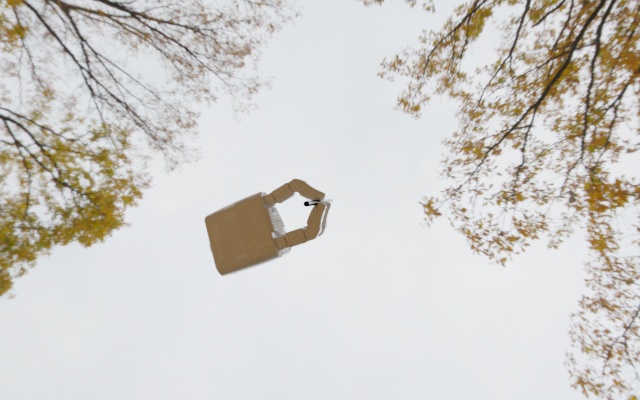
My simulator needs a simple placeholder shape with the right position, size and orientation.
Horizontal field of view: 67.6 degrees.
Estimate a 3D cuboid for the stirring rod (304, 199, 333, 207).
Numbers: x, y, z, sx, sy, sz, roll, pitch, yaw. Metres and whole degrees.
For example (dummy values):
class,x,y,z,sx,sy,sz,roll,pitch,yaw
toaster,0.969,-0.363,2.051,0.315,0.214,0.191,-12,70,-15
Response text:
class,x,y,z,sx,sy,sz,roll,pitch,yaw
stirring rod,0.000,0.003,0.775,0.011,0.011,0.239,0,1,9
